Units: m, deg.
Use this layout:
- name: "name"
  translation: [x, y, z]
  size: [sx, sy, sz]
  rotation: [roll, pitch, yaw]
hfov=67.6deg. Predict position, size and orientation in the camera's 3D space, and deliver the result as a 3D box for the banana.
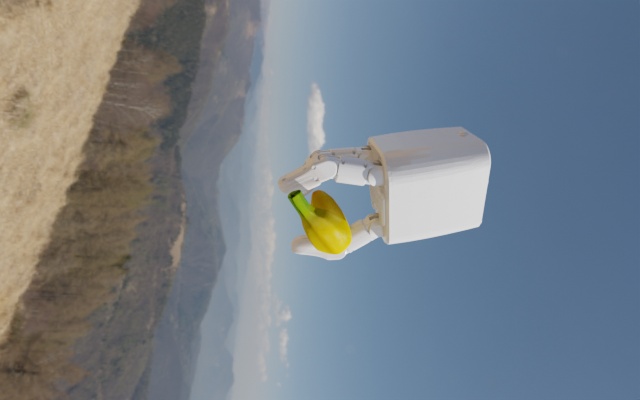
- name: "banana"
  translation: [0.007, 0.019, 0.482]
  size: [0.037, 0.069, 0.198]
  rotation: [-21, -1, 3]
